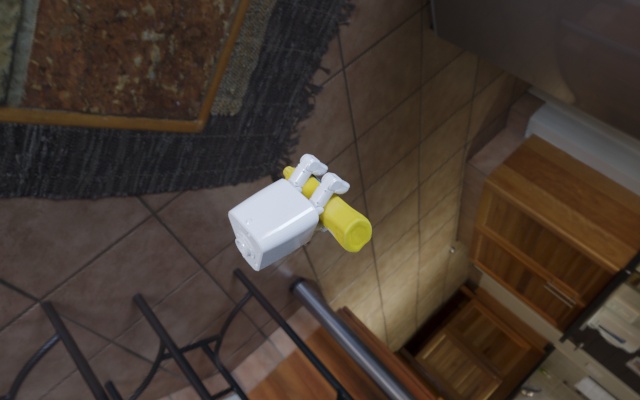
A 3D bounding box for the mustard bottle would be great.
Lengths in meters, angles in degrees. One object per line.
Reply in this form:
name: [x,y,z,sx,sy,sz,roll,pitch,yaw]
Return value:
mustard bottle: [0.001,0.003,0.802,0.191,0.058,0.096,42,-5,30]
